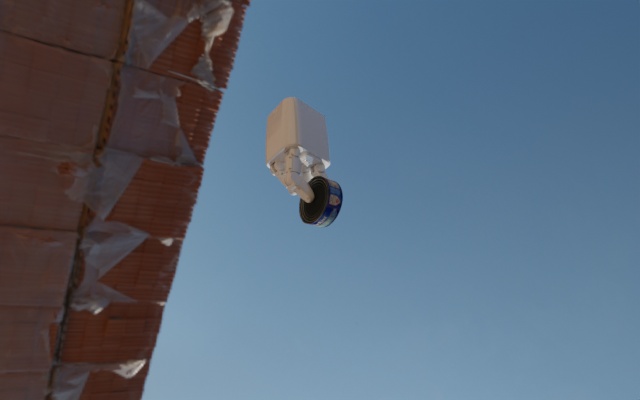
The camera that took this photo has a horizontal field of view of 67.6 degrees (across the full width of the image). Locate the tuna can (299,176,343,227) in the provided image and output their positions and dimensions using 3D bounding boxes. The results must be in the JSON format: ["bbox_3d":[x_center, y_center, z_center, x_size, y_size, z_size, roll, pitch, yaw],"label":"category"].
[{"bbox_3d":[0.001,0.003,0.824,0.034,0.086,0.086,17,-10,-33],"label":"tuna can"}]
